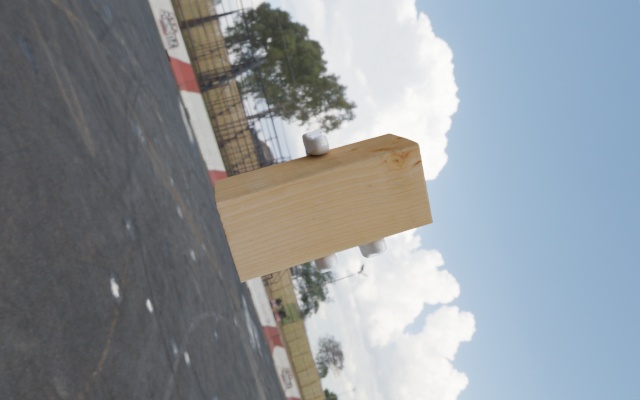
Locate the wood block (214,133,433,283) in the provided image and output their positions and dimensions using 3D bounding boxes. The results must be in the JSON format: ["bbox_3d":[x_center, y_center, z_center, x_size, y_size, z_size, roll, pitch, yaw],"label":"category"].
[{"bbox_3d":[0.000,0.001,0.509,0.206,0.091,0.090,-17,18,-8],"label":"wood block"}]
